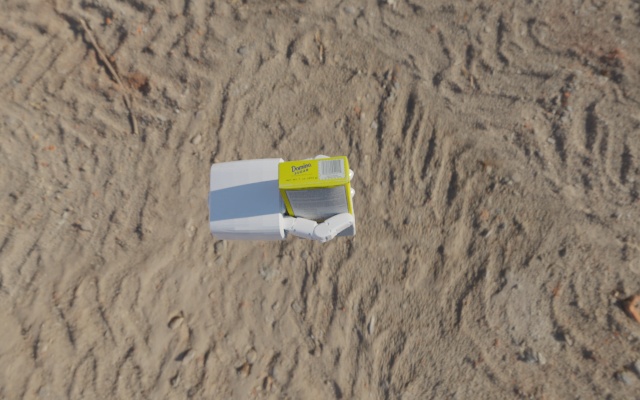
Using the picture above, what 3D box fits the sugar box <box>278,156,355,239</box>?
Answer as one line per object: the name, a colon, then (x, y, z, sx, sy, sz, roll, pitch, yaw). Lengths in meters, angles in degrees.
sugar box: (0.000, 0.002, 0.689, 0.093, 0.048, 0.176, -4, -25, 4)
